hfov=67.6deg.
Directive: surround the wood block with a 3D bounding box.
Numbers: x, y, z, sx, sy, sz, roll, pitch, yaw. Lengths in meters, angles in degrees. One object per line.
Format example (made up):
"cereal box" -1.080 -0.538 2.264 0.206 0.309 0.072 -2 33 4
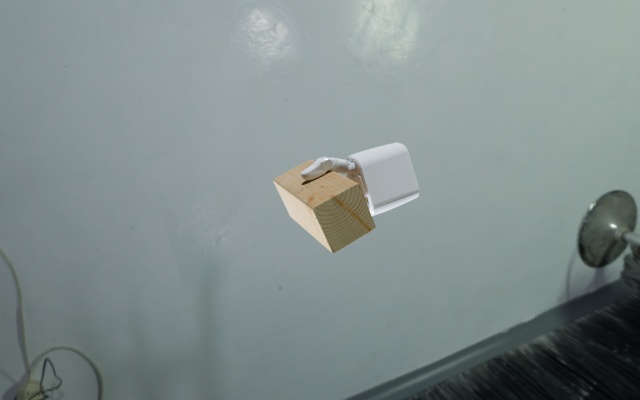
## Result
"wood block" 0.000 0.002 0.857 0.090 0.091 0.206 -29 25 -14
